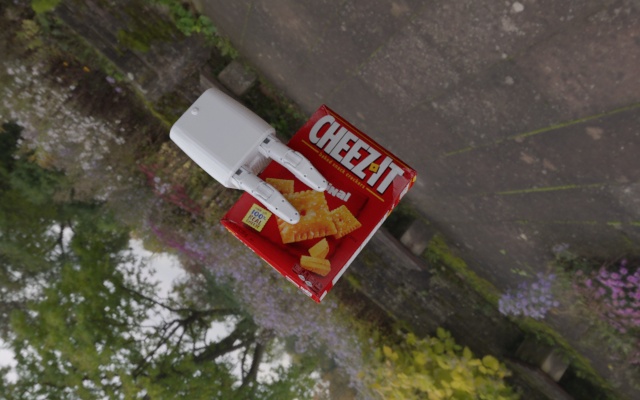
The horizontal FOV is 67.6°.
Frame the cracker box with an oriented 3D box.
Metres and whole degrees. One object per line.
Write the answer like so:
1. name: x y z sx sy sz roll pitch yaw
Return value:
1. cracker box: 0.000 0.002 0.642 0.164 0.213 0.072 38 -11 10
